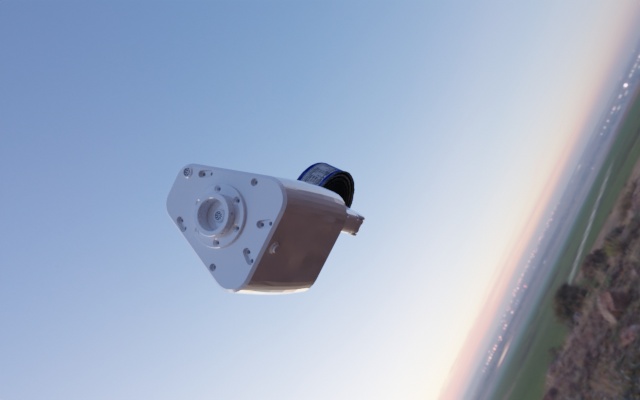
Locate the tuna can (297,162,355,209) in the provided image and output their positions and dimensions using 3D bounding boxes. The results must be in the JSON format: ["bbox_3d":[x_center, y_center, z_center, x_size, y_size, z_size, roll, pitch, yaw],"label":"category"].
[{"bbox_3d":[0.000,0.002,0.531,0.033,0.086,0.086,26,13,29],"label":"tuna can"}]
